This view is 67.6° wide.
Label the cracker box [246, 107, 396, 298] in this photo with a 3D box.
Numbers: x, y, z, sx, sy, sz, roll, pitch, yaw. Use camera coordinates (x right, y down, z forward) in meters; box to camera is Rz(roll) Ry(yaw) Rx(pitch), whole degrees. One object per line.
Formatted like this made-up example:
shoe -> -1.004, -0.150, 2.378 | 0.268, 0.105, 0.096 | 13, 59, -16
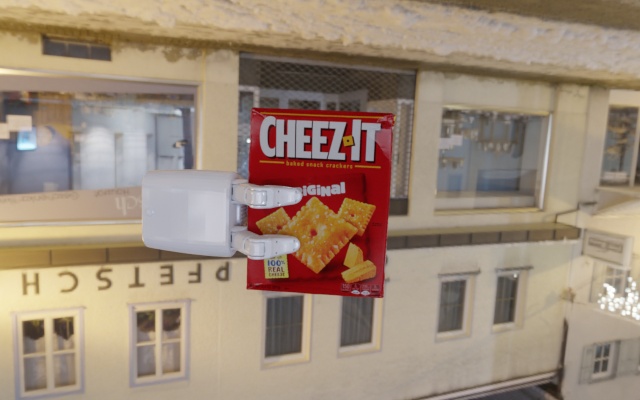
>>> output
cracker box -> 0.000, 0.002, 0.564 | 0.164, 0.214, 0.072 | 3, 8, 7
